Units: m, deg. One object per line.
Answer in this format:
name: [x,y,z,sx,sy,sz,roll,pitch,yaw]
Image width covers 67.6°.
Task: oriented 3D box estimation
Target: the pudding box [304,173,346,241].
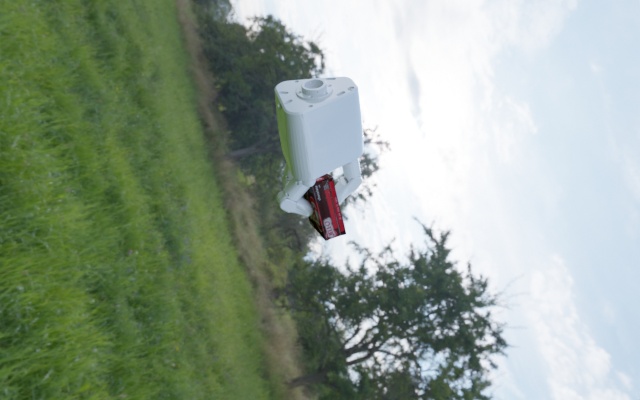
pudding box: [0.000,0.002,0.728,0.039,0.090,0.113,-15,14,-8]
